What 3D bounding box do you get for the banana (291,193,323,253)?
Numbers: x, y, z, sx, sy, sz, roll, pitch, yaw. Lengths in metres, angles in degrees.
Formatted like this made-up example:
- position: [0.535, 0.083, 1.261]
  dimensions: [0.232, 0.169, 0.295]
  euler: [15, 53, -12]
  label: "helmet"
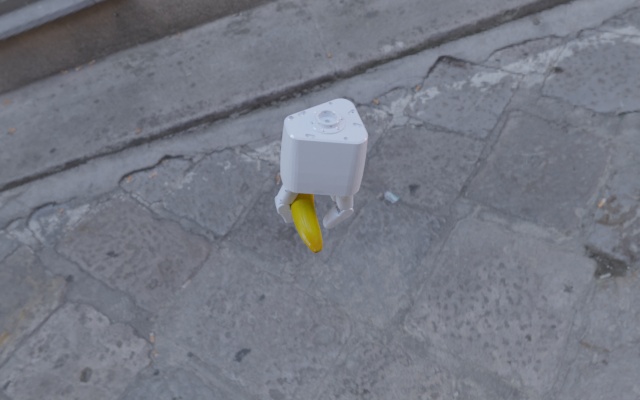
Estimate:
- position: [-0.017, -0.007, 0.758]
  dimensions: [0.069, 0.197, 0.037]
  euler: [21, -45, -12]
  label: "banana"
